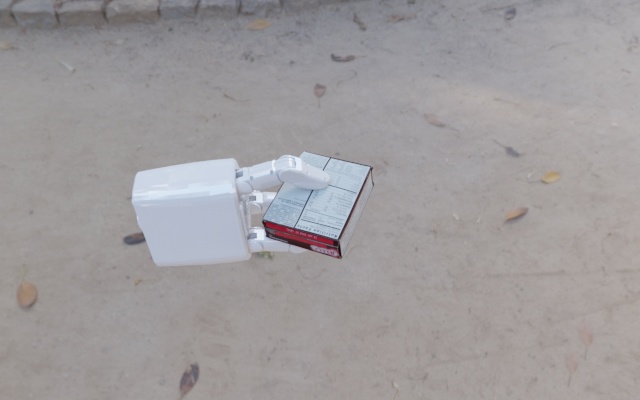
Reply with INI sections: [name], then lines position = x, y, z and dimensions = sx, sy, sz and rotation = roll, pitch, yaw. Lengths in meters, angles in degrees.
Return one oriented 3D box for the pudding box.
[pudding box]
position = 0.000, 0.002, 0.528
dimensions = 0.090, 0.113, 0.039
rotation = 15, -35, 17
